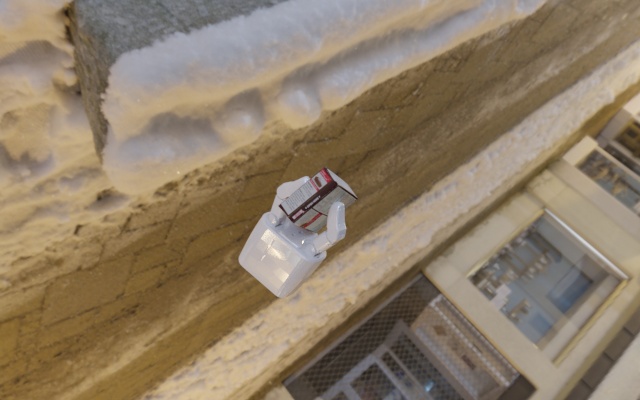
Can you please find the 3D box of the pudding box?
[{"bbox_3d":[0.000,0.003,0.717,0.090,0.039,0.113,-40,-19,8],"label":"pudding box"}]
